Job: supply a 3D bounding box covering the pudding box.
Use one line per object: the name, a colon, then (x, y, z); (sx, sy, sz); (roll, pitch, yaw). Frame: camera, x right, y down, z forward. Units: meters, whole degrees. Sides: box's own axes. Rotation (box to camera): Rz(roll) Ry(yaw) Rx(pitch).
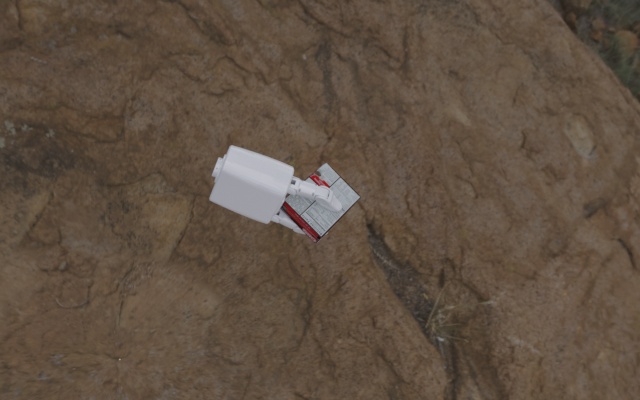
pudding box: (0.000, 0.003, 0.801); (0.113, 0.090, 0.039); (-44, -1, -26)
